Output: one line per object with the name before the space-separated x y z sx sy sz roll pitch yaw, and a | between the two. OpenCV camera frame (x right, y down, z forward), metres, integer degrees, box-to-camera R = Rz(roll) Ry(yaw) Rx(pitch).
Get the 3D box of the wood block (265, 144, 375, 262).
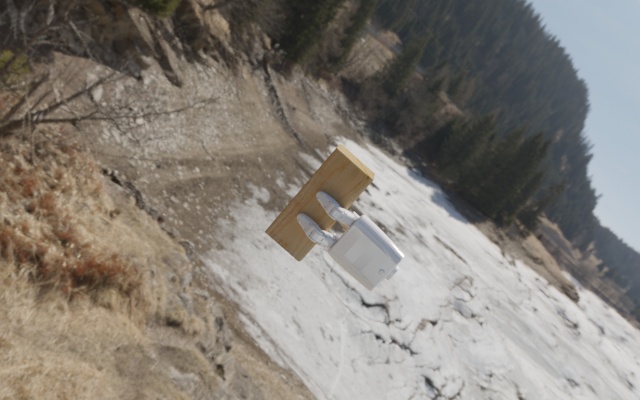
wood block | 0.001 0.003 0.900 0.090 0.206 0.091 41 14 -1
